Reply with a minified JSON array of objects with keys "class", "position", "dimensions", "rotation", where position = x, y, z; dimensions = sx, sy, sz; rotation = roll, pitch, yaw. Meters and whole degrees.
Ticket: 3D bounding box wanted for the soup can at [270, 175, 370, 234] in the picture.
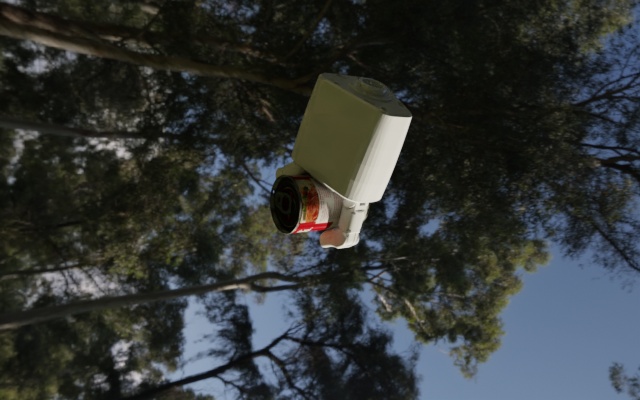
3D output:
[{"class":"soup can","position":[0.000,0.002,0.571],"dimensions":[0.102,0.068,0.068],"rotation":[-4,2,-35]}]
